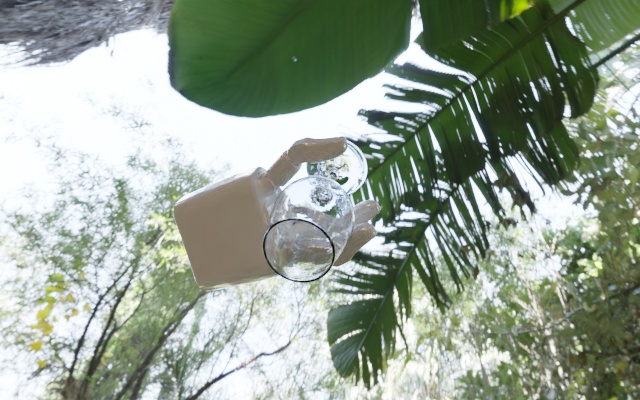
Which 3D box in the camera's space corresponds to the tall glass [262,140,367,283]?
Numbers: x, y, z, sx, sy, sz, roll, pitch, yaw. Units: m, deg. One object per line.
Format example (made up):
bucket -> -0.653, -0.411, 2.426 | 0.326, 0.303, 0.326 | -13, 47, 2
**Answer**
tall glass -> 0.000, 0.001, 0.481 | 0.079, 0.079, 0.201 | 0, 24, 12
